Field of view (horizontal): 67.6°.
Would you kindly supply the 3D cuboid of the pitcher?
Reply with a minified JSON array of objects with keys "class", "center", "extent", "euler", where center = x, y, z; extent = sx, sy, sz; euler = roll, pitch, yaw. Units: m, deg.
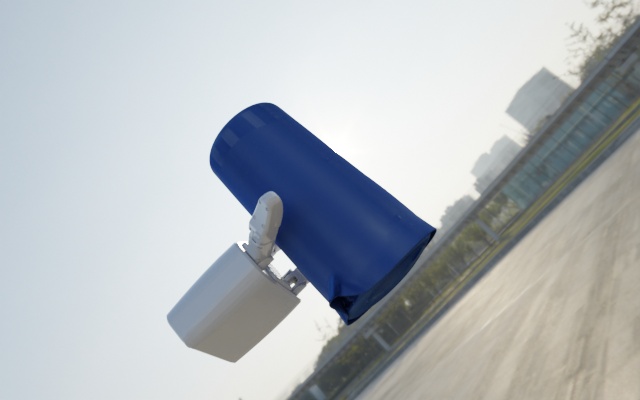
[{"class":"pitcher","center":[0.000,0.002,0.526],"extent":[0.242,0.145,0.149],"euler":[43,-5,18]}]
